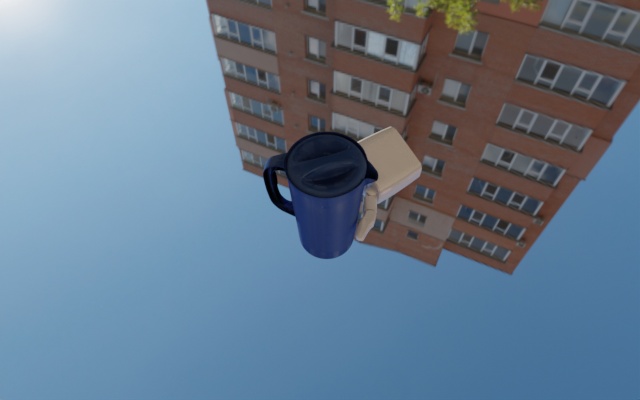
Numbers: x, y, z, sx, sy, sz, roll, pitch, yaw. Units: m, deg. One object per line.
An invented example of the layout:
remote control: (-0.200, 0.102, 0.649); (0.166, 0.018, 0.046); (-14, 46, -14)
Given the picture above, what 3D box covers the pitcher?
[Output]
pitcher: (0.000, 0.003, 0.845); (0.145, 0.149, 0.243); (-32, -28, -19)
